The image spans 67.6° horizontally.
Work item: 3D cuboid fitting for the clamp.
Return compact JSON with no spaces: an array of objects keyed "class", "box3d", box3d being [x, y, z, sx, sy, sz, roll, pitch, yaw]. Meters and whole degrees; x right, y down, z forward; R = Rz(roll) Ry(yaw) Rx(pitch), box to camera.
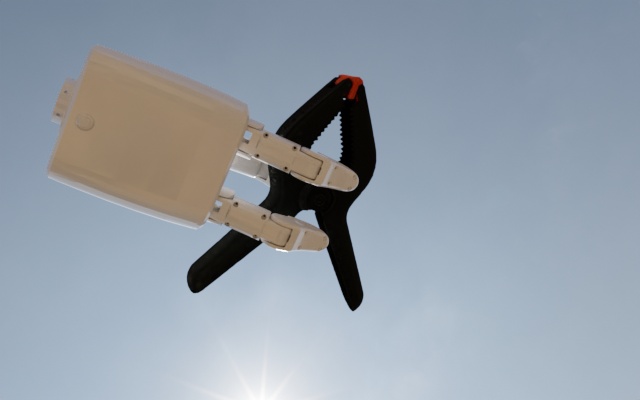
[{"class":"clamp","box3d":[0.000,0.001,0.407,0.164,0.210,0.036,20,10,-29]}]
